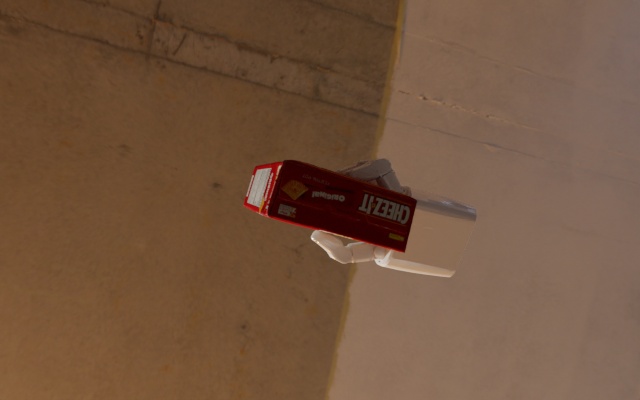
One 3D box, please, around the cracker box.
[{"bbox_3d":[0.000,0.002,0.612,0.164,0.072,0.213,15,-2,-16],"label":"cracker box"}]
